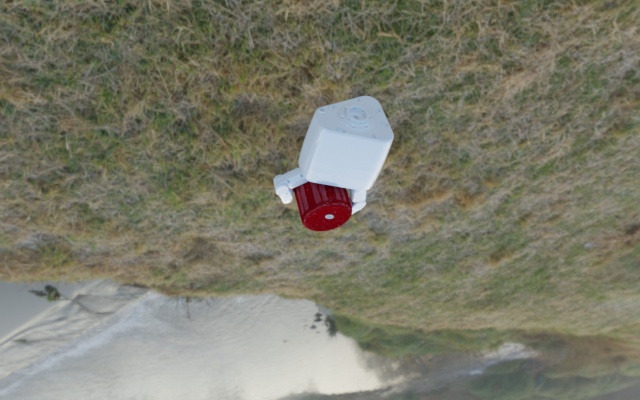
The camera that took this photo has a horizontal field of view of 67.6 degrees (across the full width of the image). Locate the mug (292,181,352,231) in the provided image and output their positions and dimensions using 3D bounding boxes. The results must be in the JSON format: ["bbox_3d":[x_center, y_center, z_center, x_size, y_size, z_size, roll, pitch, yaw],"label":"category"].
[{"bbox_3d":[0.000,0.004,0.767,0.093,0.081,0.117,-4,-35,-17],"label":"mug"}]
